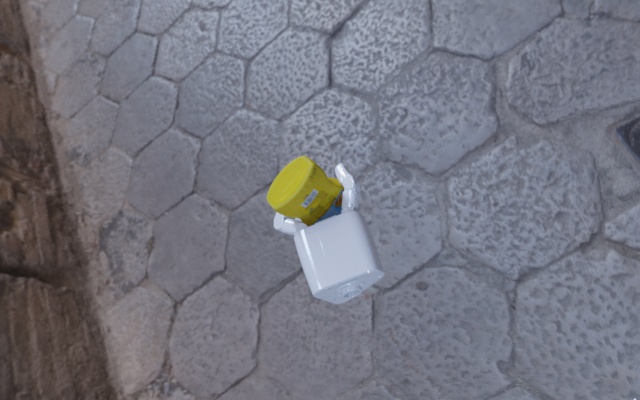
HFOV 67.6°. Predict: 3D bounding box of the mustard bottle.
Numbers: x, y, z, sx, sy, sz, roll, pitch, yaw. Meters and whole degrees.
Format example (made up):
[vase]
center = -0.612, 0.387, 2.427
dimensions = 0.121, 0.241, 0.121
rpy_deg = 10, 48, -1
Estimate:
[mustard bottle]
center = 0.000, 0.002, 0.802
dimensions = 0.058, 0.096, 0.192
rpy_deg = 43, 6, 37
